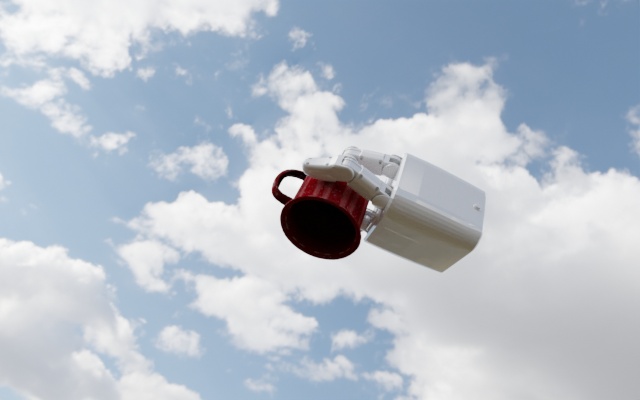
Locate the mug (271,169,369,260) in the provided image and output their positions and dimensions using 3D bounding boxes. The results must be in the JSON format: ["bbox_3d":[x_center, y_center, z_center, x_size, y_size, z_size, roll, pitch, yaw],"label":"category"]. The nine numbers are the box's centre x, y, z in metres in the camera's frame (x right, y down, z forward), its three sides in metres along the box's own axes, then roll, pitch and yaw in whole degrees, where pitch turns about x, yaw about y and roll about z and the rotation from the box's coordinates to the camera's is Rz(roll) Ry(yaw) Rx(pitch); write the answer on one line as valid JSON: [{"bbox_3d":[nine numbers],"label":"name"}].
[{"bbox_3d":[-0.001,0.001,0.548,0.117,0.093,0.081,26,44,-1],"label":"mug"}]
